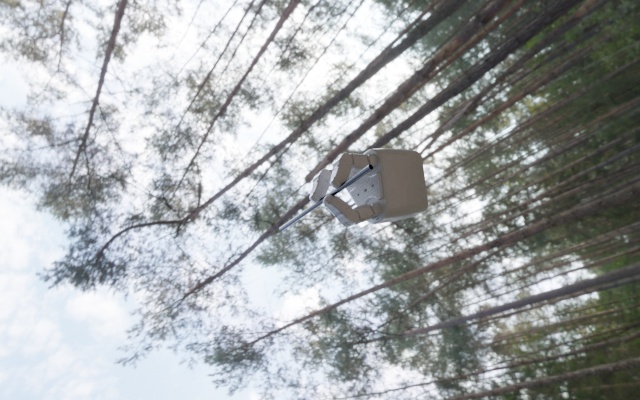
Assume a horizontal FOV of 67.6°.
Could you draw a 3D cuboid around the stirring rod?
[{"bbox_3d":[0.000,0.002,0.721,0.011,0.011,0.240,0,-23,-37],"label":"stirring rod"}]
